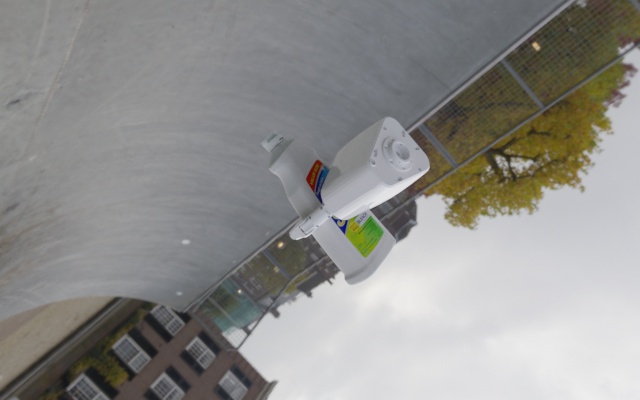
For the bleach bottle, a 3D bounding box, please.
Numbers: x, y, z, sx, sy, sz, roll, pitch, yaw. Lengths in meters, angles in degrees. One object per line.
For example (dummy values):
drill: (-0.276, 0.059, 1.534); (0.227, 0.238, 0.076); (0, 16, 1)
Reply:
bleach bottle: (0.000, 0.002, 0.720); (0.102, 0.251, 0.068); (-46, 6, -39)
